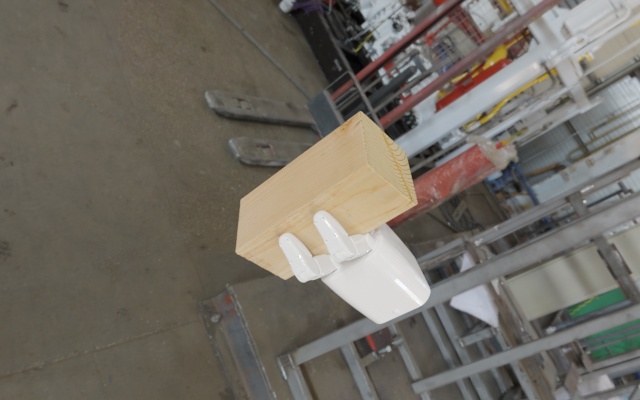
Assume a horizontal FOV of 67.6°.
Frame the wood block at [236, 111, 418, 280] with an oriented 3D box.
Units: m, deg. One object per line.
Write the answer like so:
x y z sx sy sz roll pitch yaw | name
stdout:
0.000 0.002 0.575 0.206 0.090 0.090 -33 -51 29 | wood block
